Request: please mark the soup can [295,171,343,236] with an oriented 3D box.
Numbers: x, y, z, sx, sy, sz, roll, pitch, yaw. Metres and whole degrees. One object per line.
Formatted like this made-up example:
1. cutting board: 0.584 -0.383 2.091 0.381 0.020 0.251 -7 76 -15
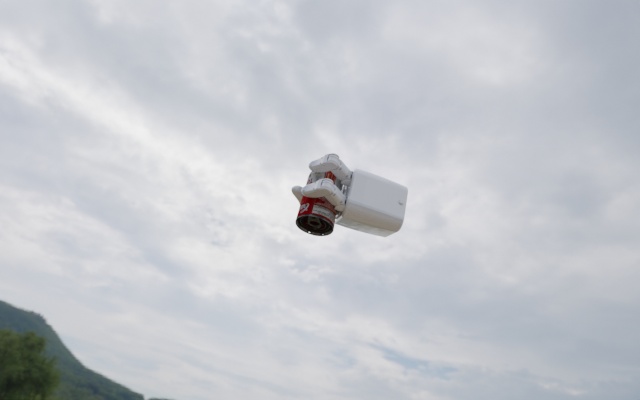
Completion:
1. soup can: 0.000 0.002 0.849 0.068 0.102 0.068 11 -31 7
